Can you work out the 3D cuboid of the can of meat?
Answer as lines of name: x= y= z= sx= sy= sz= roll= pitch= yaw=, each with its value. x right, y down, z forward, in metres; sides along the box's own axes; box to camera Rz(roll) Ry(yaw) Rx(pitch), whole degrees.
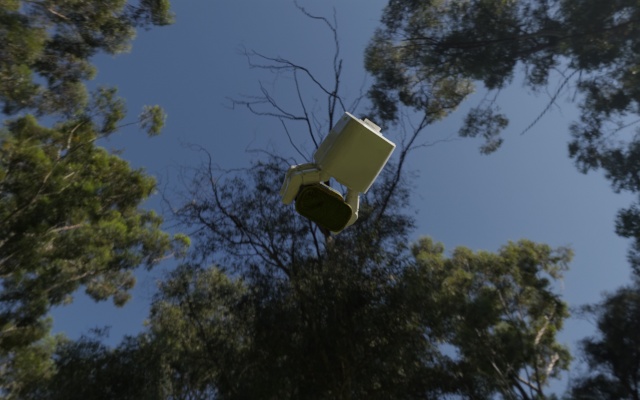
can of meat: x=0.000 y=0.003 z=0.872 sx=0.102 sy=0.057 sz=0.084 roll=28 pitch=12 yaw=-17
